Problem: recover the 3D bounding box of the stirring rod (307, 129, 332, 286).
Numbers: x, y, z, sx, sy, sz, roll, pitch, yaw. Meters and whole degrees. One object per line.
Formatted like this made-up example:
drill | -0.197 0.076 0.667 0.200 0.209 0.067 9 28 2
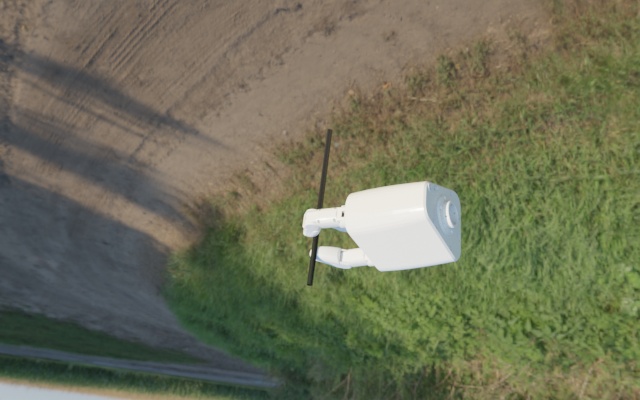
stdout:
stirring rod | 0.000 0.002 0.673 0.011 0.239 0.011 6 -25 3
